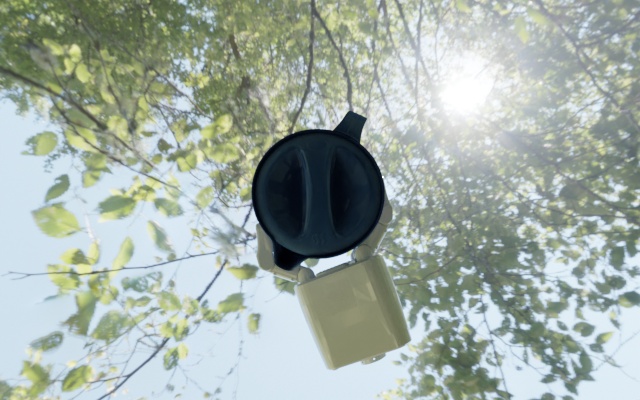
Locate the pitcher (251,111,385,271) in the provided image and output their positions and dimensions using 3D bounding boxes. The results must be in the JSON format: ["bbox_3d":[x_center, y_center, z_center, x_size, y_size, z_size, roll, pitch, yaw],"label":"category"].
[{"bbox_3d":[0.000,0.002,0.588,0.149,0.145,0.243,-20,-8,-5],"label":"pitcher"}]
